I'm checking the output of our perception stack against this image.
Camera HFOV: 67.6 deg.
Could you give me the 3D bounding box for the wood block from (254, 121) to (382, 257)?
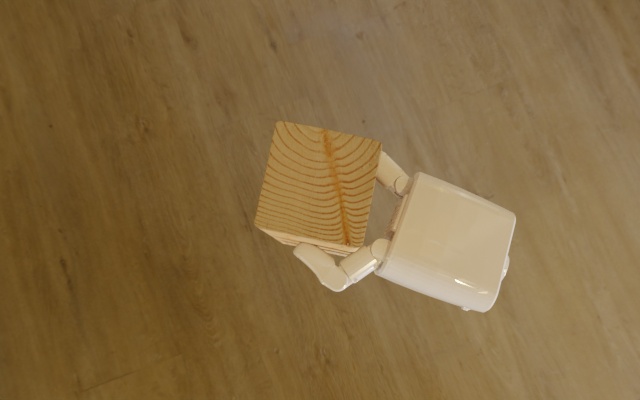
[{"bbox_3d":[0.001,0.001,0.479,0.090,0.091,0.206,12,-9,3],"label":"wood block"}]
